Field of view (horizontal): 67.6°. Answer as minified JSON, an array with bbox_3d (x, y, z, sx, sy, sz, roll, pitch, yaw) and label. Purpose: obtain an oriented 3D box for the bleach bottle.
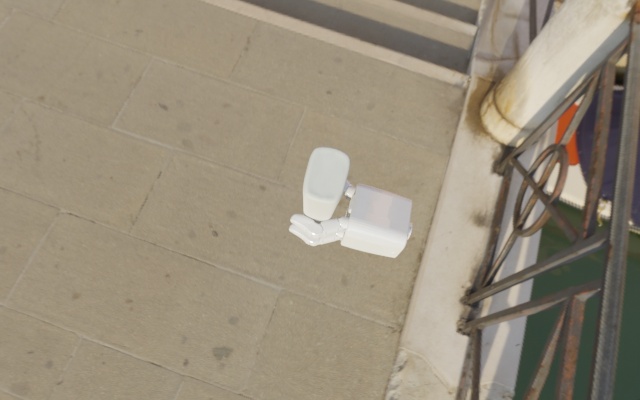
[{"bbox_3d":[0.000,0.003,0.879,0.068,0.102,0.251,15,-21,1],"label":"bleach bottle"}]
